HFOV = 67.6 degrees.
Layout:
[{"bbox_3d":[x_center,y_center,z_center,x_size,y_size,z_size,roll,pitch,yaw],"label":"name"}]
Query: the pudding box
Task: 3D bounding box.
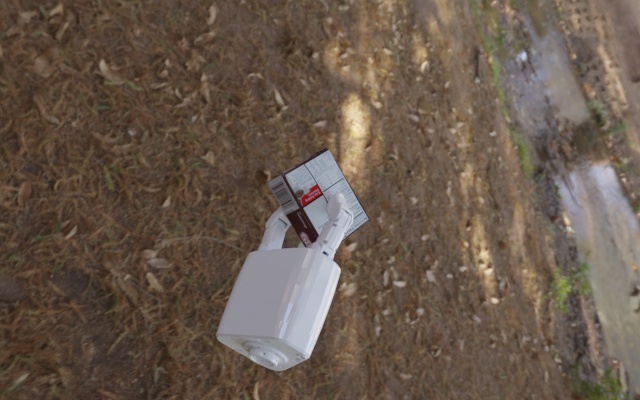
[{"bbox_3d":[0.000,0.002,0.599,0.090,0.113,0.039,-34,8,-40],"label":"pudding box"}]
